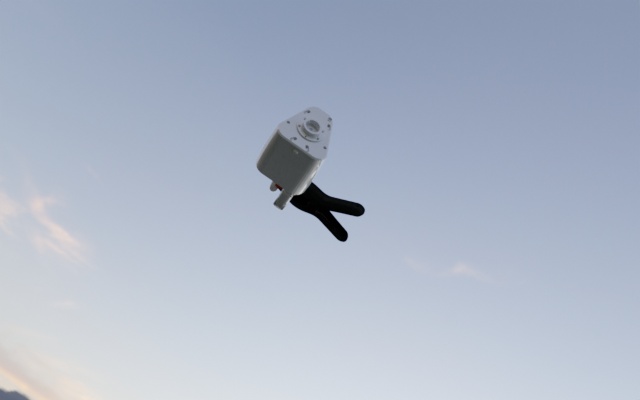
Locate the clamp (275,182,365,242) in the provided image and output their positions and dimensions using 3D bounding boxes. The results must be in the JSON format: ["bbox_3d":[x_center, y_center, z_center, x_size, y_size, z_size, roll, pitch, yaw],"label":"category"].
[{"bbox_3d":[0.000,0.002,0.864,0.171,0.039,0.120,35,-39,-4],"label":"clamp"}]
